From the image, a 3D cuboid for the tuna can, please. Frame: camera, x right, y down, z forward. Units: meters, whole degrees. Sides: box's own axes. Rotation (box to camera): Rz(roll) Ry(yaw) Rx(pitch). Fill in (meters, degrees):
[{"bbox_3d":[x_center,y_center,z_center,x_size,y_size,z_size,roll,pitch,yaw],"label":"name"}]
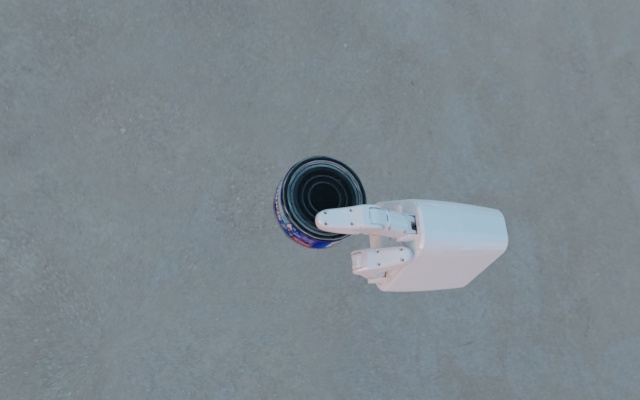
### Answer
[{"bbox_3d":[0.000,0.001,0.456,0.086,0.086,0.034,0,-17,-18],"label":"tuna can"}]
